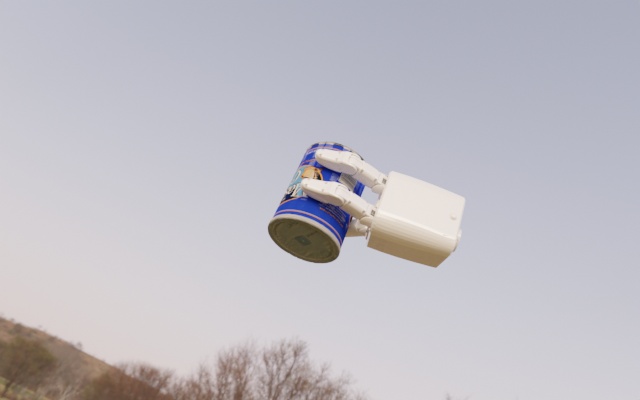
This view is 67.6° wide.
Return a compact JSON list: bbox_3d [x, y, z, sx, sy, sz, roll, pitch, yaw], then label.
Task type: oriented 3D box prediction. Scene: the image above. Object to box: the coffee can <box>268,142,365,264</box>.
[{"bbox_3d":[0.000,0.002,0.672,0.103,0.140,0.103,16,-34,12],"label":"coffee can"}]
